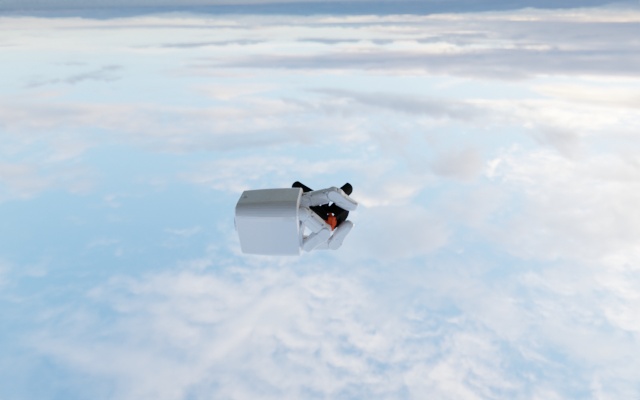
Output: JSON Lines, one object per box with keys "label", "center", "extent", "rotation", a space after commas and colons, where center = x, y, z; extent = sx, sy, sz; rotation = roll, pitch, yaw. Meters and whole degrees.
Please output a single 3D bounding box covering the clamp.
{"label": "clamp", "center": [0.000, 0.004, 0.880], "extent": [0.120, 0.039, 0.171], "rotation": [0, 22, 4]}
